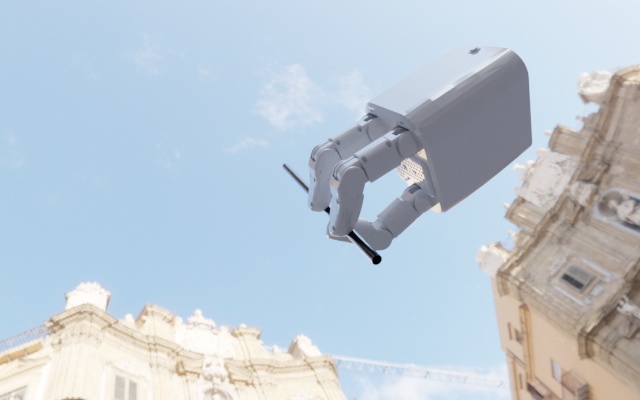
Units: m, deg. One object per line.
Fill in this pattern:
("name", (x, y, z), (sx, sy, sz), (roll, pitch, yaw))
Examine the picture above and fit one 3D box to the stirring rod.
("stirring rod", (0.000, 0.001, 0.444), (0.011, 0.011, 0.239), (0, 20, -21))
